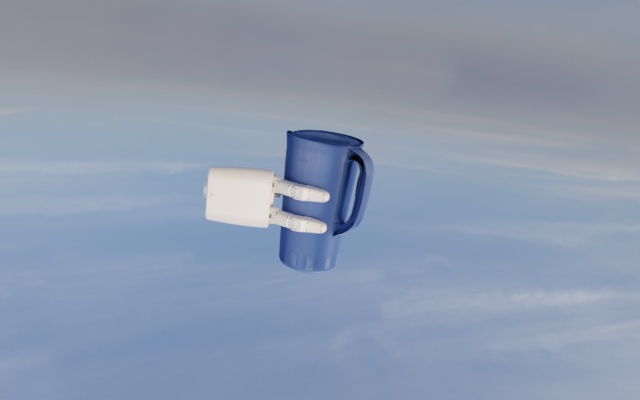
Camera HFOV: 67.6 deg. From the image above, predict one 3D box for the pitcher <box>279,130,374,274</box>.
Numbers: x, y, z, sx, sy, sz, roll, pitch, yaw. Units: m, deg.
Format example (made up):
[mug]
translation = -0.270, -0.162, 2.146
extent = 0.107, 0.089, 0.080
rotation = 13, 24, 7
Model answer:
[pitcher]
translation = 0.000, 0.003, 0.834
extent = 0.145, 0.243, 0.149
rotation = 6, 17, -5
